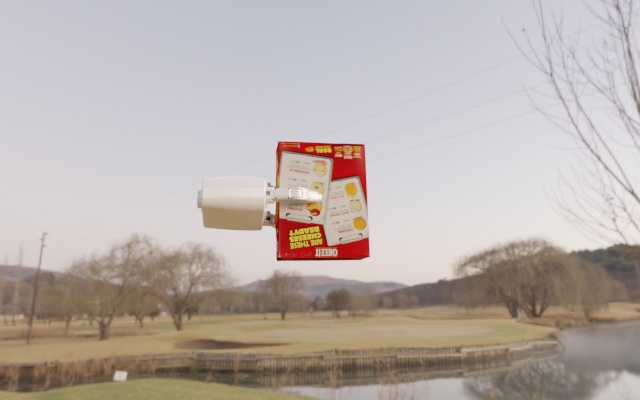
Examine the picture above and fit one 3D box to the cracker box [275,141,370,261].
[{"bbox_3d":[0.000,0.003,0.880,0.164,0.213,0.072,1,-13,-9],"label":"cracker box"}]
